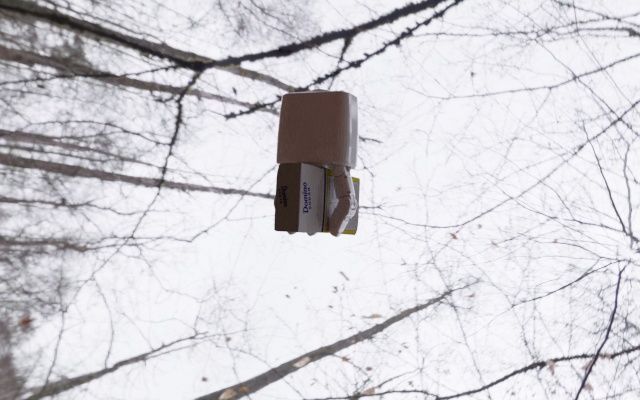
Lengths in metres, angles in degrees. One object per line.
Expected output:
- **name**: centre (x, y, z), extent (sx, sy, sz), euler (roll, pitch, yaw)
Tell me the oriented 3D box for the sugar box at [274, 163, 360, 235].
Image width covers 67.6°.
- **sugar box**: centre (0.000, 0.002, 0.696), extent (0.048, 0.093, 0.176), euler (0, -5, 33)
